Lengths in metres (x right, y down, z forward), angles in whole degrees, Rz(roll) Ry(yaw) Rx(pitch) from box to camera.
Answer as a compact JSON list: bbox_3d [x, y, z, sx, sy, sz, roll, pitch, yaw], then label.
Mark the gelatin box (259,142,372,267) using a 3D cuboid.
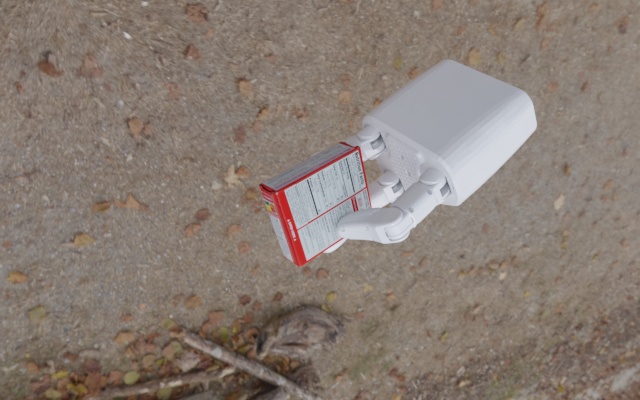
[{"bbox_3d":[0.000,0.002,0.403,0.089,0.073,0.030,-31,33,-26],"label":"gelatin box"}]
